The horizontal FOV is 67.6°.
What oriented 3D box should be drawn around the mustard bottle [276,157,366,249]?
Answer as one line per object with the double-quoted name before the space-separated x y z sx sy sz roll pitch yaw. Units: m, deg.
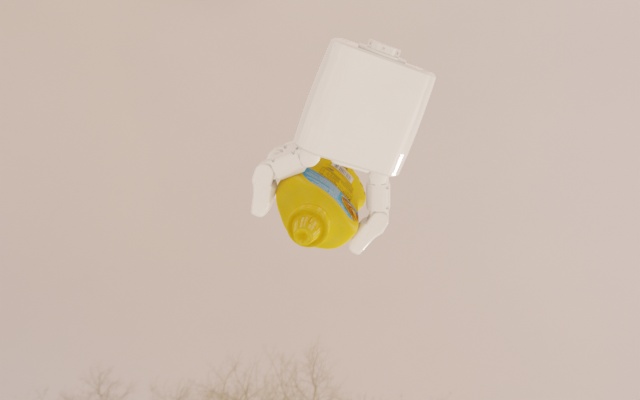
"mustard bottle" 0.000 0.002 0.518 0.058 0.096 0.191 -44 7 19
